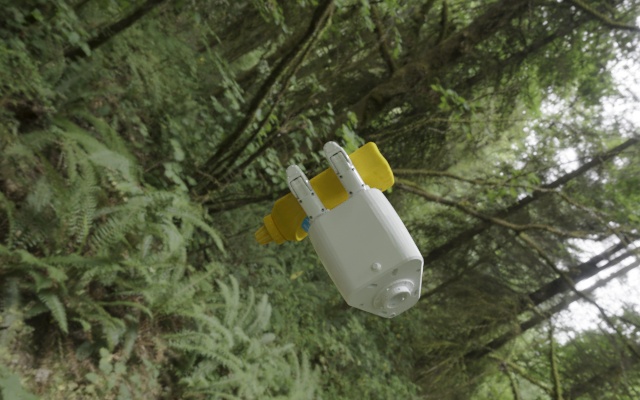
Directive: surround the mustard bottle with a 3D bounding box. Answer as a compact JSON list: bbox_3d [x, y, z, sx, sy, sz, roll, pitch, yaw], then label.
[{"bbox_3d":[0.000,0.002,0.617,0.191,0.058,0.096,-32,-16,3],"label":"mustard bottle"}]
